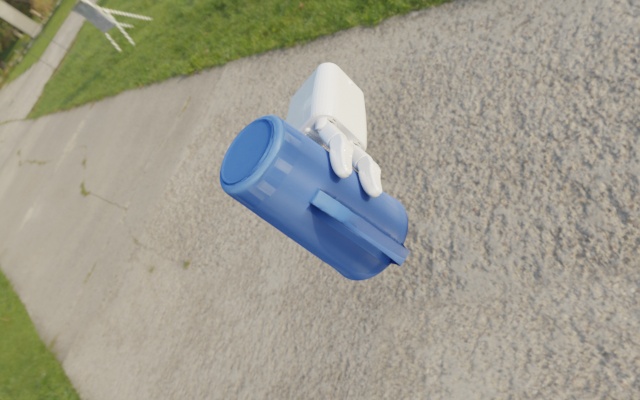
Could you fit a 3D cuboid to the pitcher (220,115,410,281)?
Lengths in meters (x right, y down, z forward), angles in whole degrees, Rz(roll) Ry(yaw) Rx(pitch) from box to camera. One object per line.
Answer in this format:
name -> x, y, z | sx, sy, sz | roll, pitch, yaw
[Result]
pitcher -> 0.000, 0.002, 0.609 | 0.149, 0.145, 0.243 | -25, -44, 34
